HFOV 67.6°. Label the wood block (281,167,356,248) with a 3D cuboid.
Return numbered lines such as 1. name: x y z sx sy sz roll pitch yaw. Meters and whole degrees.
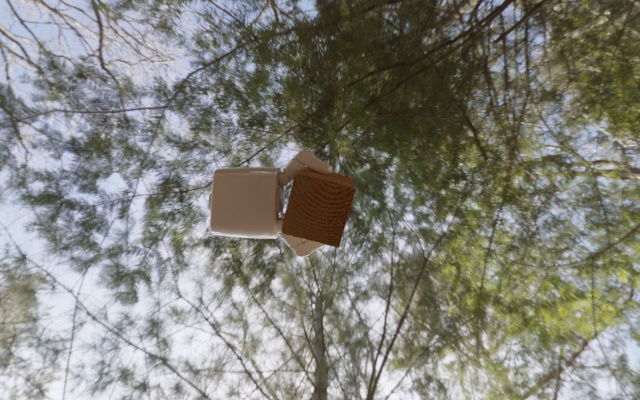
1. wood block: 0.000 0.002 0.774 0.090 0.091 0.206 15 8 0
